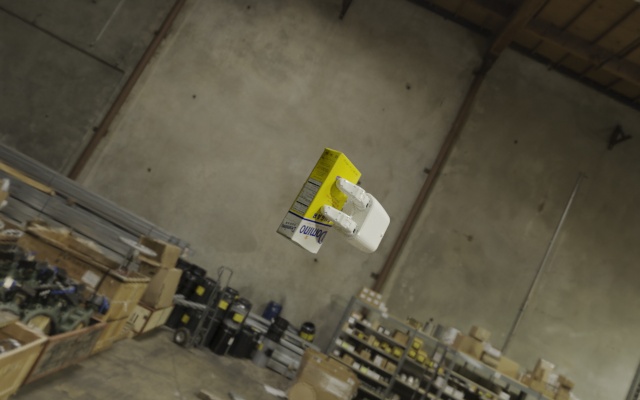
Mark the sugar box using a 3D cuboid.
[{"bbox_3d":[0.001,0.003,0.860,0.048,0.176,0.093,21,-11,35],"label":"sugar box"}]
